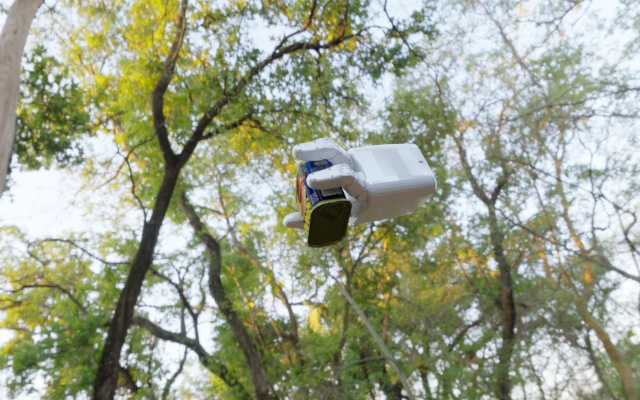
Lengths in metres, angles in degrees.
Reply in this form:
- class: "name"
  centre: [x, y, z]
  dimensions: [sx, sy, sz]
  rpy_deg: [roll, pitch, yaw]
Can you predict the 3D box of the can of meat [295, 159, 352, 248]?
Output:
- class: "can of meat"
  centre: [0.000, 0.002, 0.667]
  dimensions: [0.057, 0.084, 0.102]
  rpy_deg: [-10, -37, -14]
